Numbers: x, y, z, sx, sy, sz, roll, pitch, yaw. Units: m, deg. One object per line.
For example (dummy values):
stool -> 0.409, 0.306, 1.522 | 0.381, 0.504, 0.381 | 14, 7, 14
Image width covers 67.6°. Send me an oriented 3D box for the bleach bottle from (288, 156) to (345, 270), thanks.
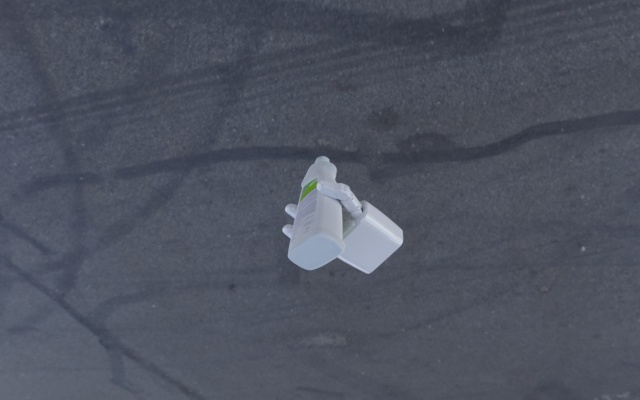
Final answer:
bleach bottle -> 0.000, 0.003, 0.888 | 0.068, 0.250, 0.102 | 35, -52, -26
